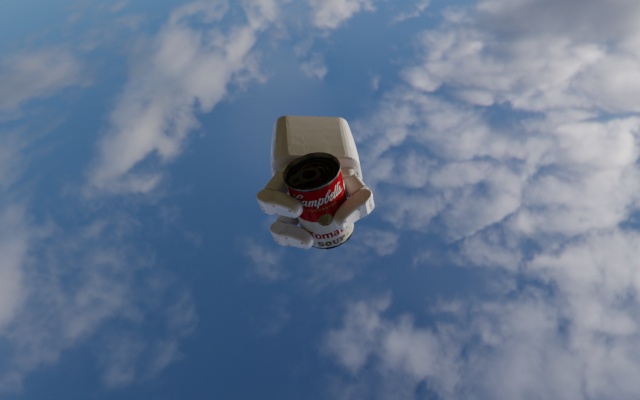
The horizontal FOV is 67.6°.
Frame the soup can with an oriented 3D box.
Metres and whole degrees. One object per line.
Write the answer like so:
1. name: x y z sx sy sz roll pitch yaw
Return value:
1. soup can: 0.000 0.002 0.582 0.068 0.102 0.068 -9 42 8
